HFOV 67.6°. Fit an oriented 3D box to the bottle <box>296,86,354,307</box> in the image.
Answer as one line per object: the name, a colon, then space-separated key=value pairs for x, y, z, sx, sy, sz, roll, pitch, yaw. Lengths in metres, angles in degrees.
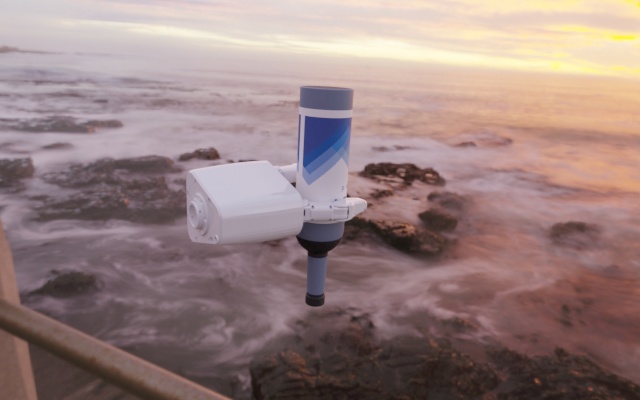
bottle: x=0.000 y=0.002 z=0.629 sx=0.069 sy=0.296 sz=0.069 roll=3 pitch=16 yaw=-1
